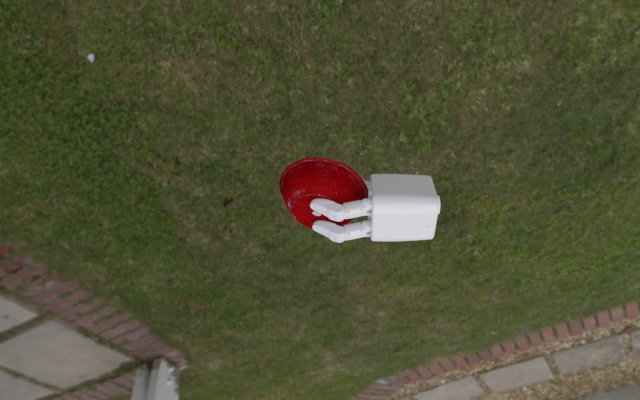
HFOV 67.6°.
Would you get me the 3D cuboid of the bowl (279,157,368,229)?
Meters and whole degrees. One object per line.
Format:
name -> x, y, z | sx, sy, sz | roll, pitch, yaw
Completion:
bowl -> -0.001, 0.003, 0.832 | 0.162, 0.055, 0.162 | 8, -43, 8
